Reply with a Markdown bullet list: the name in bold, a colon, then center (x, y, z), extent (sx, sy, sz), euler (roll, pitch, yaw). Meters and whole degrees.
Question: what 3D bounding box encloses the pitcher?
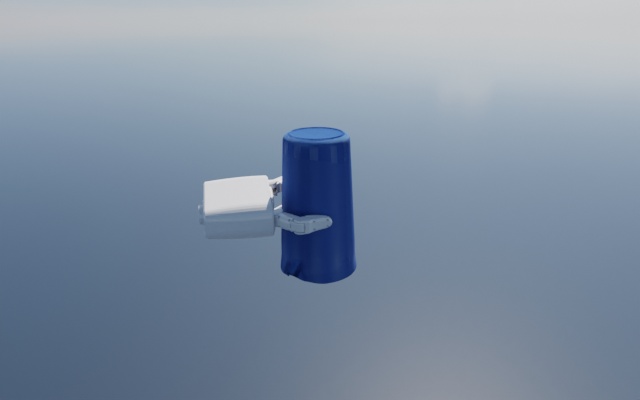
- **pitcher**: center (0.000, 0.003, 0.805), extent (0.145, 0.243, 0.149), euler (-4, 21, -10)
